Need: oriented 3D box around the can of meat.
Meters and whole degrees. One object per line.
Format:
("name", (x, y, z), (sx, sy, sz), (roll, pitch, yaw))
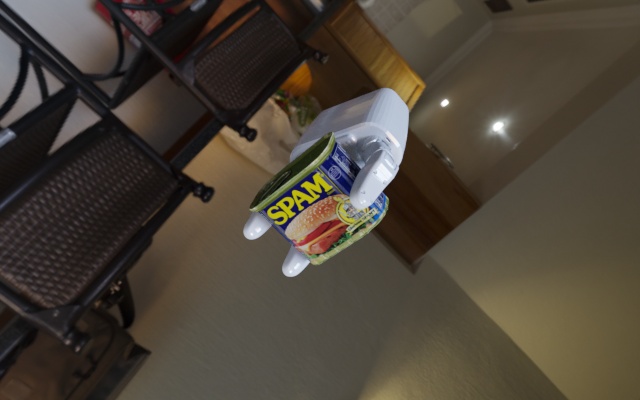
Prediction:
("can of meat", (0.000, 0.002, 0.444), (0.102, 0.084, 0.057), (-36, 18, 28))
